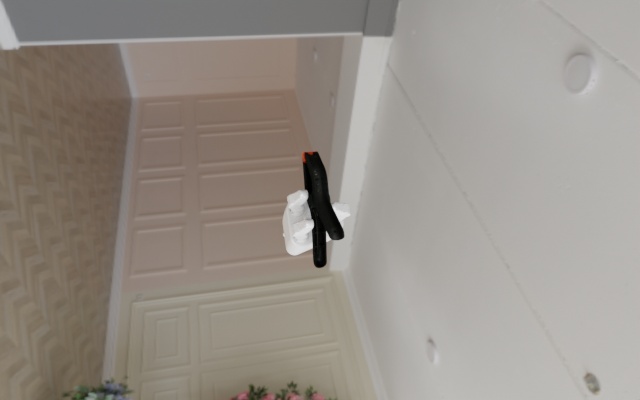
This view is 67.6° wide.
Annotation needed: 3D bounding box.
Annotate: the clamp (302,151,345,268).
[{"bbox_3d":[0.001,0.002,0.843,0.036,0.210,0.165,-4,-16,-15],"label":"clamp"}]
